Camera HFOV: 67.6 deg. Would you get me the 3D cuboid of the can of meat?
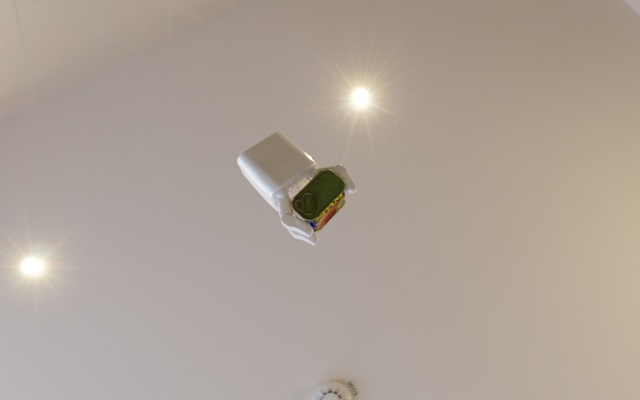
[{"bbox_3d":[0.000,0.003,0.870,0.057,0.102,0.084,41,-12,18],"label":"can of meat"}]
